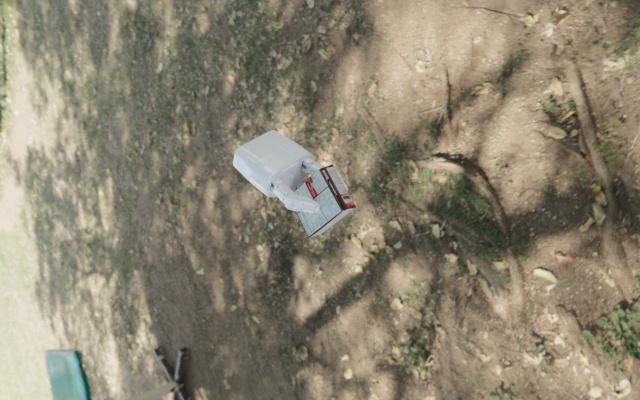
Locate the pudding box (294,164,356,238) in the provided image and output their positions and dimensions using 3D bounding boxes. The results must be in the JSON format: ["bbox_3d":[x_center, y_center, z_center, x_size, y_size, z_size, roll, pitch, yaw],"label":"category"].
[{"bbox_3d":[0.000,0.003,0.856,0.039,0.090,0.113,-18,-16,-42],"label":"pudding box"}]
